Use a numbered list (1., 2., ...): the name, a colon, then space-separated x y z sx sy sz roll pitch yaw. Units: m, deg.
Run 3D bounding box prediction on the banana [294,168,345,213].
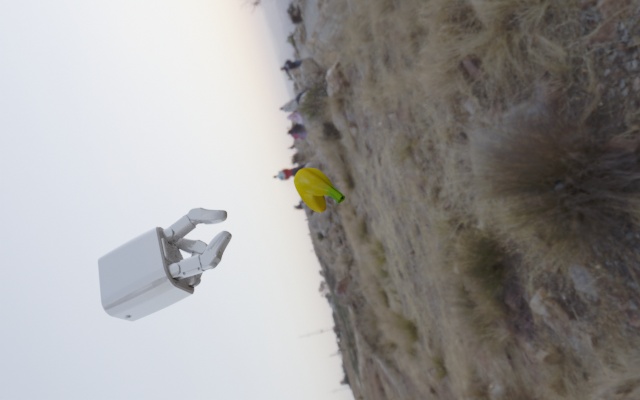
1. banana: -0.010 -0.013 0.684 0.037 0.069 0.198 -36 0 -6
